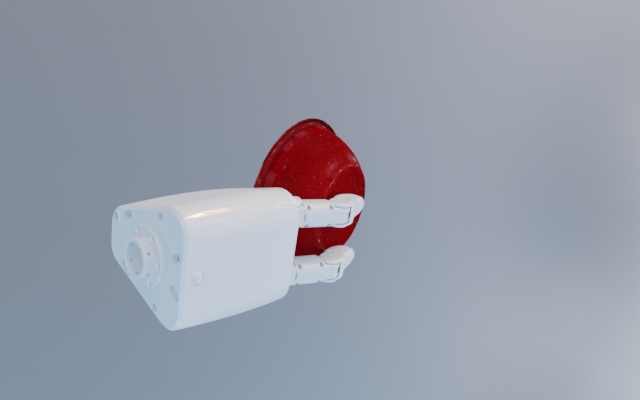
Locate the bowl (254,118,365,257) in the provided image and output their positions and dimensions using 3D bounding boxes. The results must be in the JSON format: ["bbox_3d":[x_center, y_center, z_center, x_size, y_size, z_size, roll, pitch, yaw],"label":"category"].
[{"bbox_3d":[0.001,0.001,0.486,0.055,0.162,0.162,18,9,29],"label":"bowl"}]
